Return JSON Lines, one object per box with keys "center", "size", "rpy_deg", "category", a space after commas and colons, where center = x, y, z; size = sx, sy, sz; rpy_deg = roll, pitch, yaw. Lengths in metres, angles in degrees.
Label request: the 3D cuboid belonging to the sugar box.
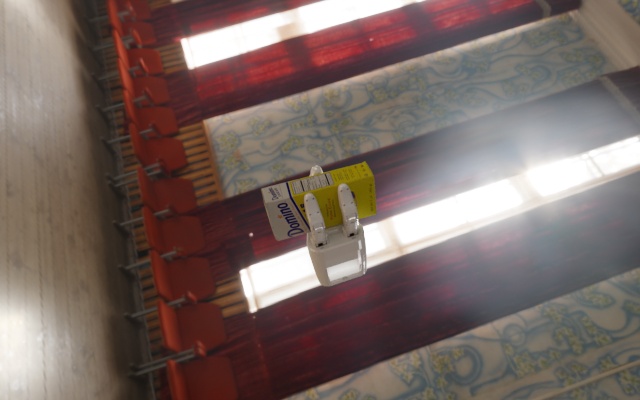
{"center": [0.000, 0.003, 0.777], "size": [0.176, 0.093, 0.048], "rpy_deg": [-17, 45, -6], "category": "sugar box"}
